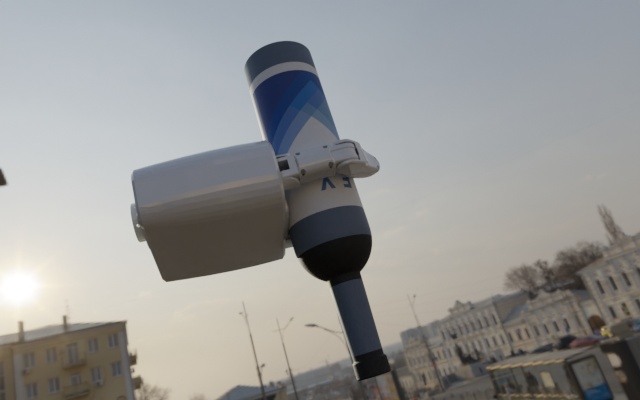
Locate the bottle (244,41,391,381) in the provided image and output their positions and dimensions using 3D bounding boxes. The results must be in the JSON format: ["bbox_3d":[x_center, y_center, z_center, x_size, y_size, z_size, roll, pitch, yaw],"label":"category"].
[{"bbox_3d":[0.000,0.001,0.412,0.069,0.295,0.069,-15,-19,-5],"label":"bottle"}]
